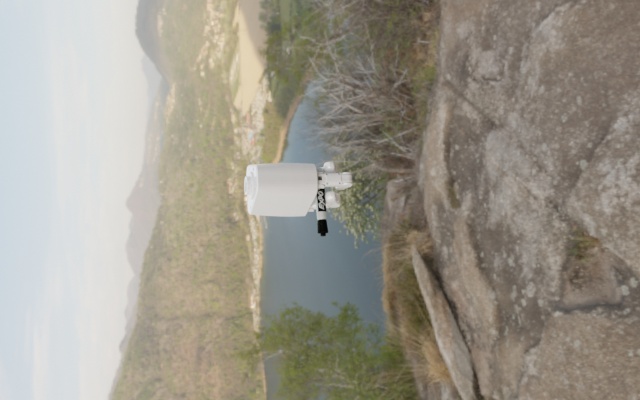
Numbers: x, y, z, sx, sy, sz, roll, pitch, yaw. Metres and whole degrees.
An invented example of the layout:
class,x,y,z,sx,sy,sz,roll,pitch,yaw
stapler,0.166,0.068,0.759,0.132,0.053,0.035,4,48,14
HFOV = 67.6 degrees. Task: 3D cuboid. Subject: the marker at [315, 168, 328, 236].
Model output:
class,x,y,z,sx,sy,sz,roll,pitch,yaw
marker,0.000,0.003,0.836,0.020,0.121,0.020,-4,-13,-1
